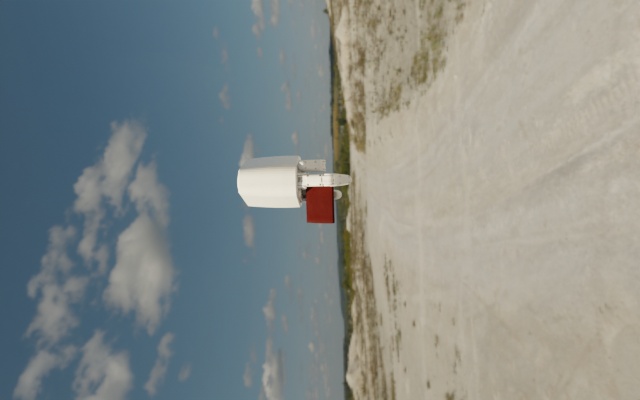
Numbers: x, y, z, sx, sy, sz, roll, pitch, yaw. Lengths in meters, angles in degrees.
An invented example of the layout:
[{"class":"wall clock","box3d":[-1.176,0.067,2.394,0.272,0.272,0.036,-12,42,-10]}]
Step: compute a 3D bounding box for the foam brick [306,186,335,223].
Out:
[{"class":"foam brick","box3d":[0.000,0.003,0.891,0.051,0.078,0.053,-1,1,1]}]
